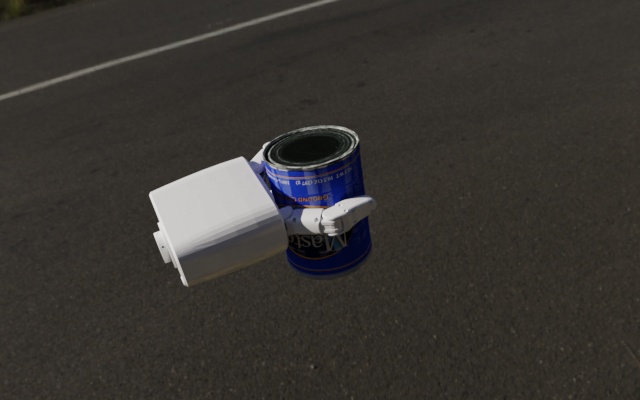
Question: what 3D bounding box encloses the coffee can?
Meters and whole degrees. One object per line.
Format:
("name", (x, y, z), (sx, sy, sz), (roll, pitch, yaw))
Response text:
("coffee can", (0.000, 0.002, 0.530), (0.103, 0.140, 0.102), (-8, 31, 5))
